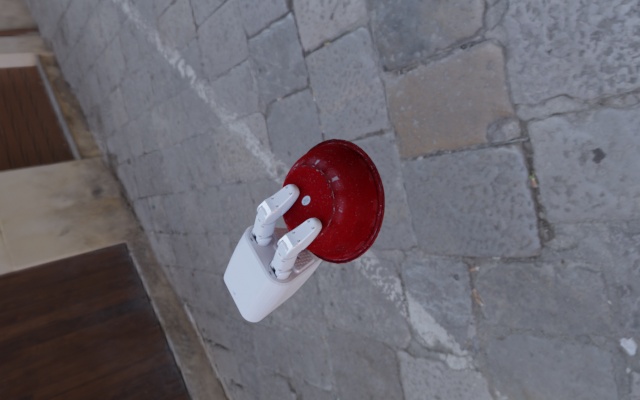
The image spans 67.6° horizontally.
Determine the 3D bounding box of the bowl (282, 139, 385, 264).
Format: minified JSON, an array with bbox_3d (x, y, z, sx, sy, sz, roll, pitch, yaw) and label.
[{"bbox_3d":[0.000,0.001,0.601,0.162,0.162,0.055,0,1,42],"label":"bowl"}]
